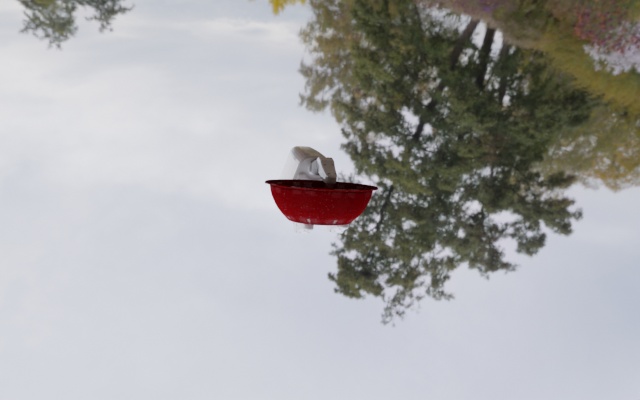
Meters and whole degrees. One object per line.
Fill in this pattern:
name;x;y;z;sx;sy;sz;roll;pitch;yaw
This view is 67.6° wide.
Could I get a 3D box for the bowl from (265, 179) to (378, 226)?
bowl;0.000;0.003;0.682;0.162;0.055;0.162;3;5;0
